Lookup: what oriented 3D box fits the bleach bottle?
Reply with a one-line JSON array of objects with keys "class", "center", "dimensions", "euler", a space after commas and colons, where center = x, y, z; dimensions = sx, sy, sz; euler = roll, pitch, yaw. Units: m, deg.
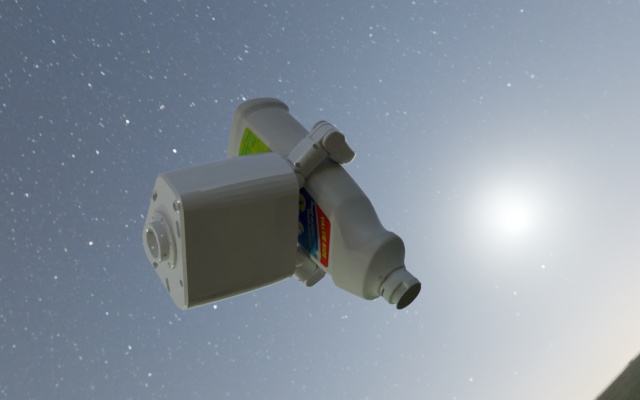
[{"class": "bleach bottle", "center": [0.000, 0.002, 0.457], "dimensions": [0.068, 0.103, 0.250], "euler": [-14, 43, -37]}]
